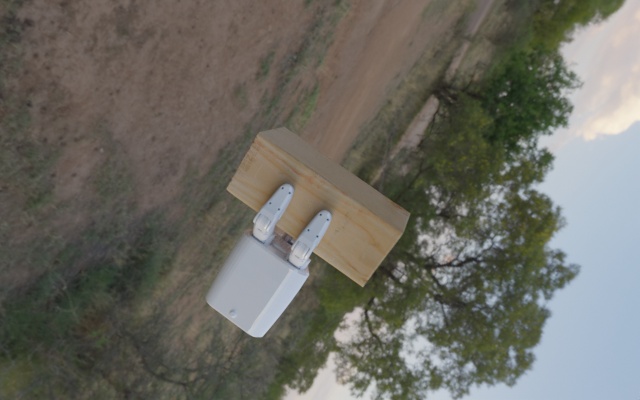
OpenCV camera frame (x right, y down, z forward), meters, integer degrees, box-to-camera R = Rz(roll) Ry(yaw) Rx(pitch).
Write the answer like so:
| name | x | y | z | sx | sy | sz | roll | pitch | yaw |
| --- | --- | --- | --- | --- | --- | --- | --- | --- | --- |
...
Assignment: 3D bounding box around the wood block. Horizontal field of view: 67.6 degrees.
| name | x | y | z | sx | sy | sz | roll | pitch | yaw |
| --- | --- | --- | --- | --- | --- | --- | --- | --- | --- |
| wood block | 0.000 | 0.002 | 0.607 | 0.206 | 0.090 | 0.091 | 35 | 19 | 5 |
